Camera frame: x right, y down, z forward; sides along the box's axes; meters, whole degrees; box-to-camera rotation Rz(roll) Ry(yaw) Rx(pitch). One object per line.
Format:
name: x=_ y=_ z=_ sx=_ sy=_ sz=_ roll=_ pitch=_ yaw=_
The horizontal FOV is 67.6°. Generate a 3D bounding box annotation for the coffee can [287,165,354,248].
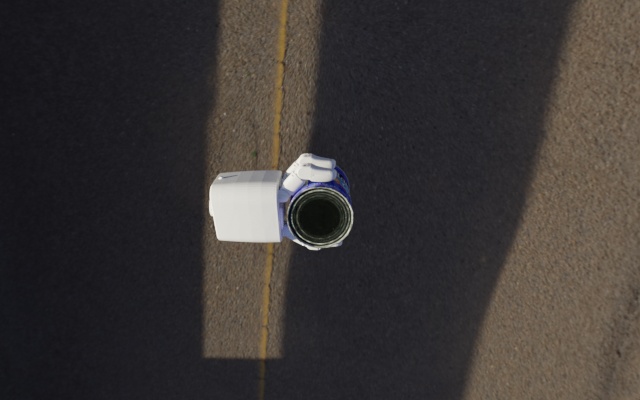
coffee can: x=0.000 y=0.003 z=0.792 sx=0.103 sy=0.103 sz=0.140 roll=0 pitch=21 yaw=0
